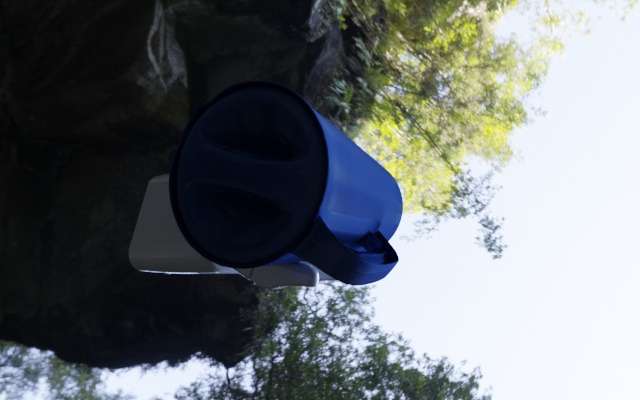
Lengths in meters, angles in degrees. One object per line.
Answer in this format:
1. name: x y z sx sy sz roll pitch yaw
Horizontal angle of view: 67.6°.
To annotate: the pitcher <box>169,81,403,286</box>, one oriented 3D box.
1. pitcher: 0.000 0.001 0.432 0.145 0.149 0.243 -8 -10 25
